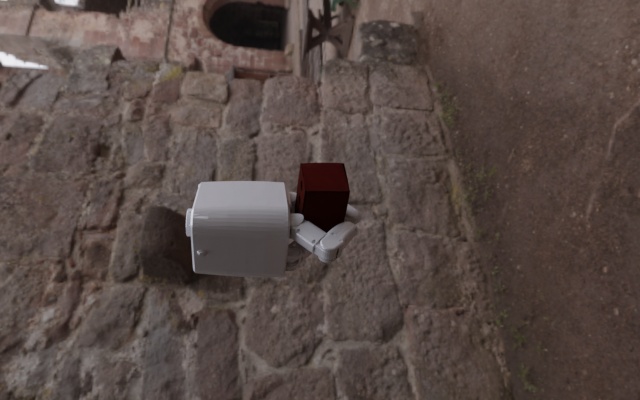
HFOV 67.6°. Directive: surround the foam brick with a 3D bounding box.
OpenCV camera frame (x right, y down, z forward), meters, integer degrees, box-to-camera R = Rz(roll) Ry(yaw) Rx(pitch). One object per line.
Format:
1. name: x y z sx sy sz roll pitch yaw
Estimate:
1. foam brick: 0.000 0.002 0.551 0.051 0.078 0.053 2 40 -9
